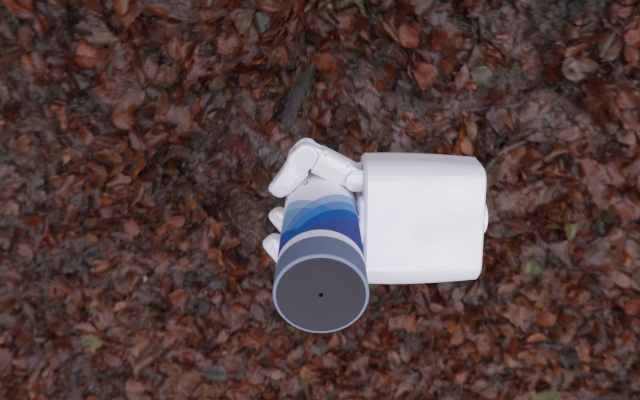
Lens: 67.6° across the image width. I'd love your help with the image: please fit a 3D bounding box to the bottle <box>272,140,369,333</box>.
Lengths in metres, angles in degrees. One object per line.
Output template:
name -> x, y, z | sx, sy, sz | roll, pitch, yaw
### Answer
bottle -> 0.000, 0.002, 0.458 | 0.069, 0.069, 0.295 | 0, 26, 0
